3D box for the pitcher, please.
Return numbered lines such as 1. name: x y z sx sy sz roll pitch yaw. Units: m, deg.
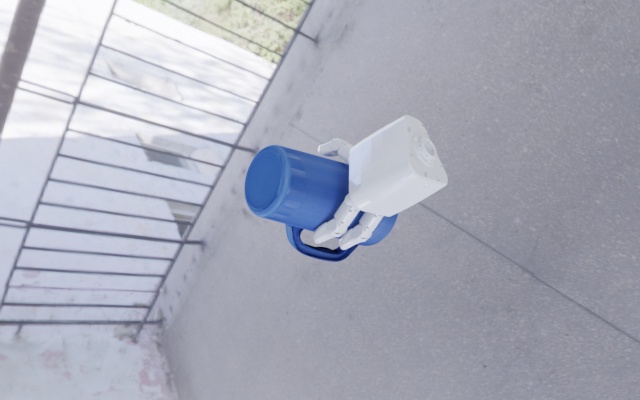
1. pitcher: 0.000 0.002 0.766 0.243 0.149 0.145 14 -32 -42
